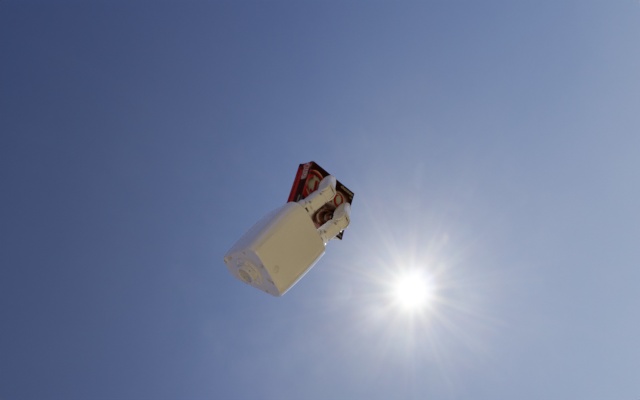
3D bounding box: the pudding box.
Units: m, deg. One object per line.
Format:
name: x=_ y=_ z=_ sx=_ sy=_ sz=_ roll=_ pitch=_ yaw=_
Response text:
pudding box: x=0.000 y=0.003 z=0.780 sx=0.039 sy=0.090 sz=0.113 roll=-4 pitch=-31 yaw=42
